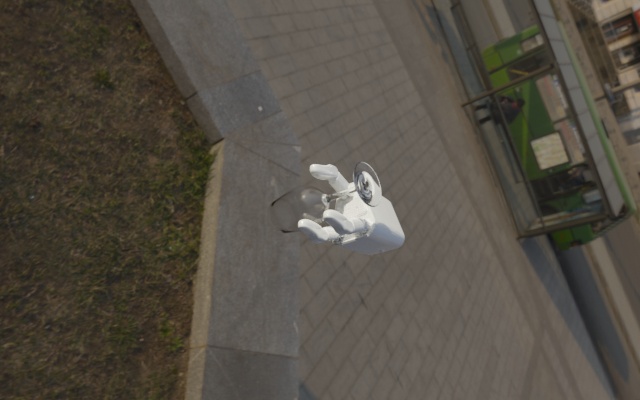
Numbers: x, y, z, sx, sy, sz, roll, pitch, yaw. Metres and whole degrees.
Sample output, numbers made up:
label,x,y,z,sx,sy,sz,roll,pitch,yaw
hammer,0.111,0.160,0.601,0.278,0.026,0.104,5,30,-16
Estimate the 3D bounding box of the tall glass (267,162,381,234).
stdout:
label,x,y,z,sx,sy,sz,roll,pitch,yaw
tall glass,0.001,0.002,0.809,0.201,0.079,0.079,-20,-12,36
